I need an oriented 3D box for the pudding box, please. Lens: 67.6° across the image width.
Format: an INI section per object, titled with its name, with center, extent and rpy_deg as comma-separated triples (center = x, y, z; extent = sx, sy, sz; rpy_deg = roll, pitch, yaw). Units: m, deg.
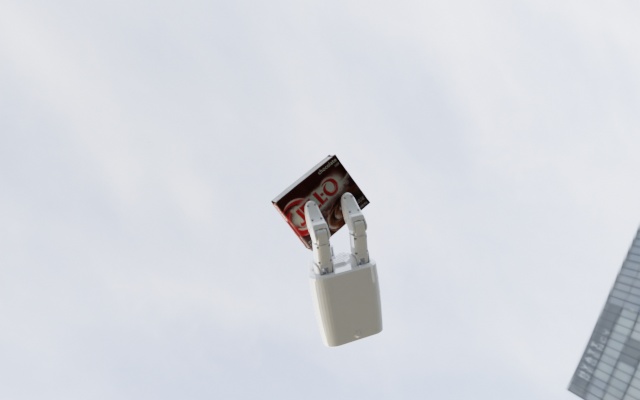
[pudding box]
center = 0.000, 0.002, 0.683
extent = 0.113, 0.090, 0.039
rpy_deg = -41, 17, -11
